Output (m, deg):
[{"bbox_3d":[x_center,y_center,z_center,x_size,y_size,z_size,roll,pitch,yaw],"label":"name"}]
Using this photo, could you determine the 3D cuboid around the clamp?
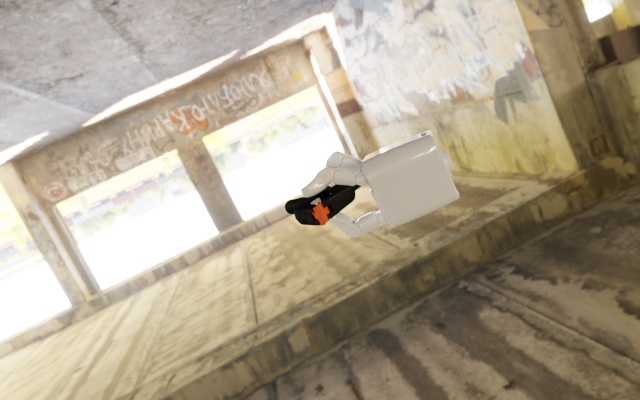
[{"bbox_3d":[0.001,0.003,0.726,0.164,0.036,0.210,-25,8,16],"label":"clamp"}]
